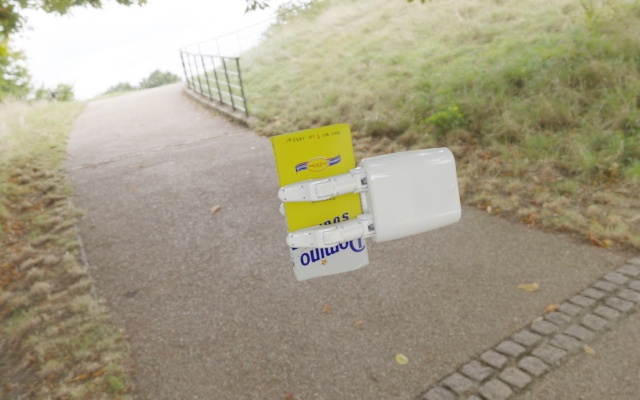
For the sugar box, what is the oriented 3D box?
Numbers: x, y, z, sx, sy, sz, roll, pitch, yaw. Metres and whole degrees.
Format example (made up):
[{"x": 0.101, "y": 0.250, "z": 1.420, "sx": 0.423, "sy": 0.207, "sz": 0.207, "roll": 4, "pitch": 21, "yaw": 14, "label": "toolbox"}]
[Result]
[{"x": 0.000, "y": 0.002, "z": 0.576, "sx": 0.093, "sy": 0.176, "sz": 0.048, "roll": -11, "pitch": 9, "yaw": -8, "label": "sugar box"}]
